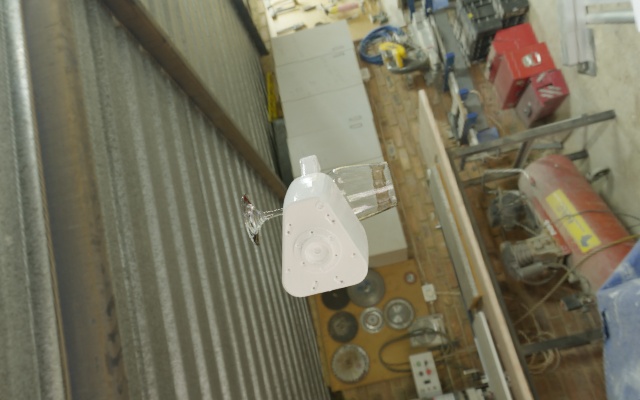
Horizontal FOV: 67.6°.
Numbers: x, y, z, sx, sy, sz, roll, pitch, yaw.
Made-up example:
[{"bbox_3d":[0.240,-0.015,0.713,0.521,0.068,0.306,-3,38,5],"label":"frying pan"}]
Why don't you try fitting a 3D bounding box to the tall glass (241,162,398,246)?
[{"bbox_3d":[-0.001,0.002,0.650,0.201,0.079,0.079,-14,-2,6],"label":"tall glass"}]
